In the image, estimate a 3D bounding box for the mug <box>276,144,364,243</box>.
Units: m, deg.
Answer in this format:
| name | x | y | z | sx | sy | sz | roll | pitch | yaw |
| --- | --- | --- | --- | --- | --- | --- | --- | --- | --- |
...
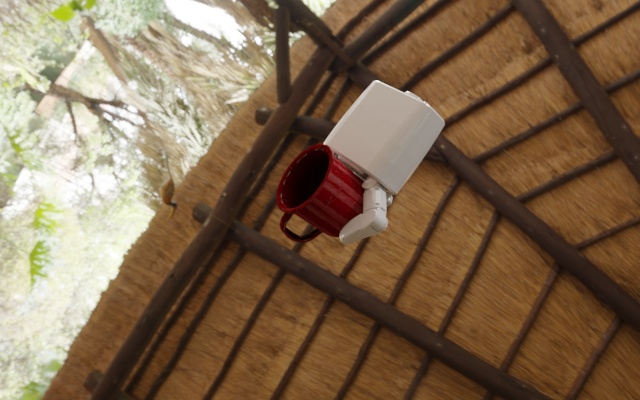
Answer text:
| name | x | y | z | sx | sy | sz | roll | pitch | yaw |
| --- | --- | --- | --- | --- | --- | --- | --- | --- | --- |
| mug | -0.001 | 0.003 | 0.578 | 0.081 | 0.117 | 0.093 | 35 | 4 | -33 |
